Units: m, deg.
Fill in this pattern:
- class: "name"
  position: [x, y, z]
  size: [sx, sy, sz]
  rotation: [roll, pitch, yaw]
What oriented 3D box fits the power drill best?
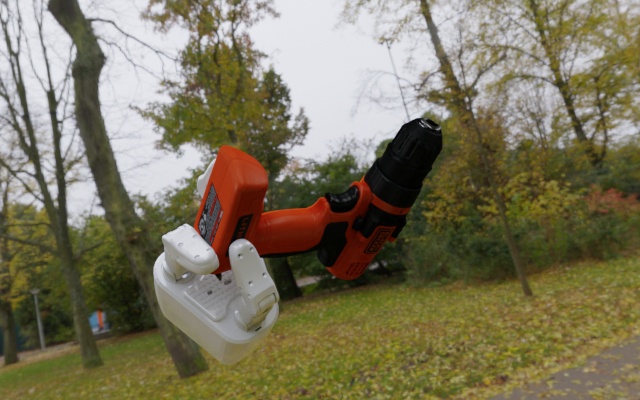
- class: "power drill"
  position: [0.000, 0.001, 0.408]
  size: [0.187, 0.184, 0.057]
  rotation: [3, 39, -32]
